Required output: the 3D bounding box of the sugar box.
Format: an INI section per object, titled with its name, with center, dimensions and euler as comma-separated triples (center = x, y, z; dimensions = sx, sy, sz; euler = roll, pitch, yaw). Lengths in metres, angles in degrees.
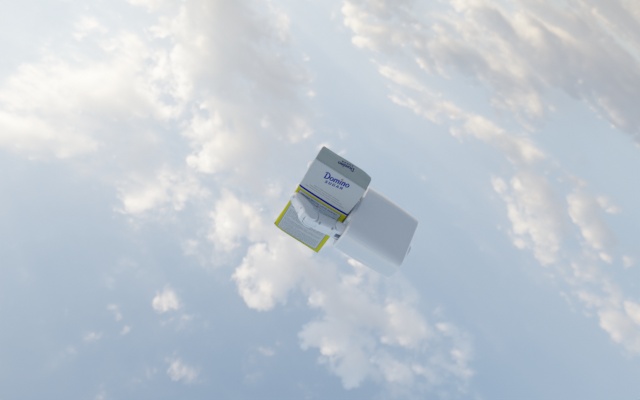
[sugar box]
center = 0.000, 0.002, 0.780
dimensions = 0.093, 0.176, 0.048
euler = 33, 40, -4
